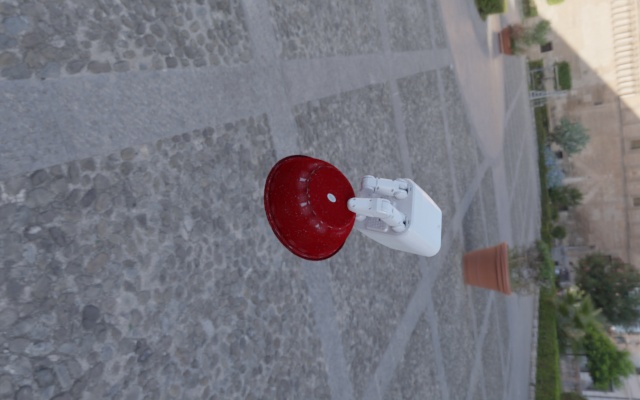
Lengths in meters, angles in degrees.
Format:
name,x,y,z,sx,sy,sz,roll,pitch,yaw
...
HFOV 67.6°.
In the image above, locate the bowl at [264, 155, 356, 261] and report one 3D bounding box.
name,x,y,z,sx,sy,sz,roll,pitch,yaw
bowl,-0.001,0.002,0.681,0.162,0.162,0.055,0,-16,-41
